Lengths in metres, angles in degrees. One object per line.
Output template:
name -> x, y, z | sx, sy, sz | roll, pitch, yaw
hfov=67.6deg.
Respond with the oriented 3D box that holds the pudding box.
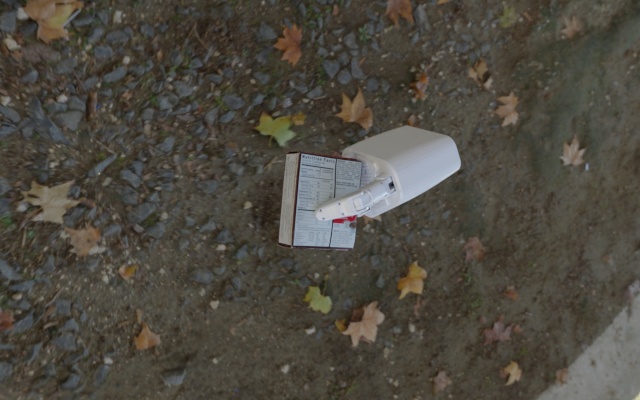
pudding box -> 0.000, 0.002, 0.568 | 0.090, 0.113, 0.039 | 6, -2, -30
